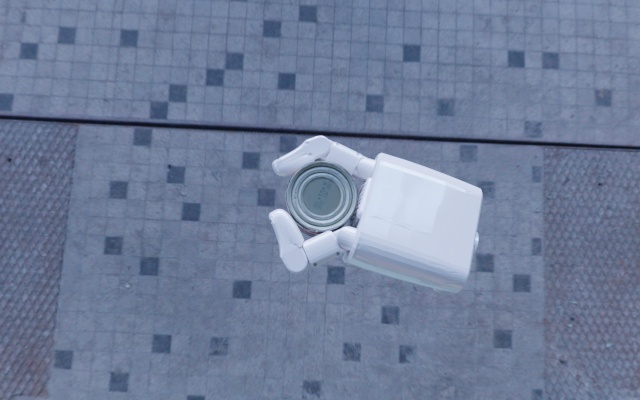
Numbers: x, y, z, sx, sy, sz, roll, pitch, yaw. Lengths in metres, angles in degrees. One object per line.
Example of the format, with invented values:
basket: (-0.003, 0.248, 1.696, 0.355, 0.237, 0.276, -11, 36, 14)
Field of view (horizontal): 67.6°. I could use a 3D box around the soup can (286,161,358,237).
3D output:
soup can: (0.000, 0.001, 0.480, 0.068, 0.068, 0.102, 0, -6, -2)
